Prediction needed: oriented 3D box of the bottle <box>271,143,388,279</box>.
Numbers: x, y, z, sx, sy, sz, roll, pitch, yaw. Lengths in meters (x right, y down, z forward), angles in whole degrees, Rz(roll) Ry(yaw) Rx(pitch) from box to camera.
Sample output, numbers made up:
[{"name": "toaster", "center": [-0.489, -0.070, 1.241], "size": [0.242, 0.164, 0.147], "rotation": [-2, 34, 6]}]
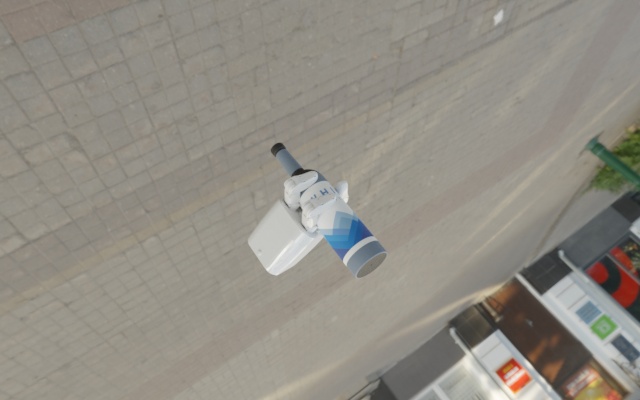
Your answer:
[{"name": "bottle", "center": [0.000, 0.003, 0.839], "size": [0.069, 0.069, 0.295], "rotation": [0, 44, -52]}]
